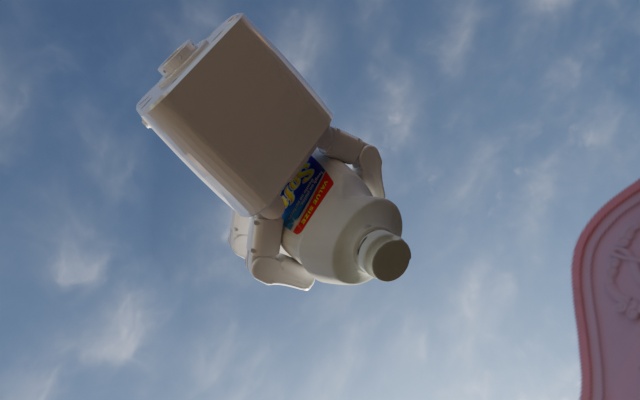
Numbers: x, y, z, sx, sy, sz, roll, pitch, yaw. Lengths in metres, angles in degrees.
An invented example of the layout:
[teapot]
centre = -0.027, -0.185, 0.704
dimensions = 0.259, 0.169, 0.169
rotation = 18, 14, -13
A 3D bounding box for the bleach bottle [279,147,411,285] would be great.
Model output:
[bleach bottle]
centre = 0.000, 0.001, 0.409
dimensions = 0.068, 0.102, 0.250
rotation = 46, -7, -27
